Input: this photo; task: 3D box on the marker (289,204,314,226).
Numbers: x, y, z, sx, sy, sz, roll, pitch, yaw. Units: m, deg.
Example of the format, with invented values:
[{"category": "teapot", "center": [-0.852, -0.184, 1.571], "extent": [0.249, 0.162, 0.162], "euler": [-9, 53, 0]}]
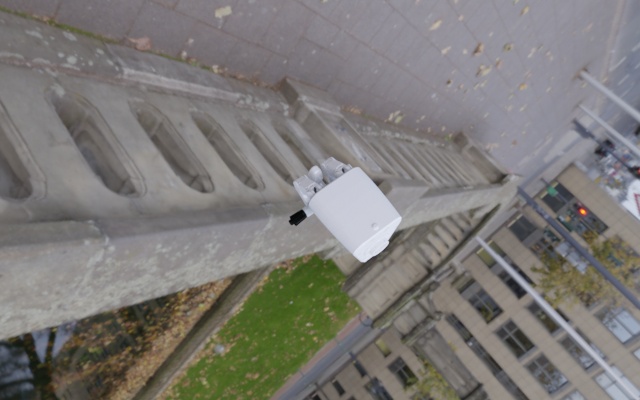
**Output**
[{"category": "marker", "center": [0.000, 0.002, 0.767], "extent": [0.121, 0.020, 0.020], "euler": [-35, 10, -14]}]
